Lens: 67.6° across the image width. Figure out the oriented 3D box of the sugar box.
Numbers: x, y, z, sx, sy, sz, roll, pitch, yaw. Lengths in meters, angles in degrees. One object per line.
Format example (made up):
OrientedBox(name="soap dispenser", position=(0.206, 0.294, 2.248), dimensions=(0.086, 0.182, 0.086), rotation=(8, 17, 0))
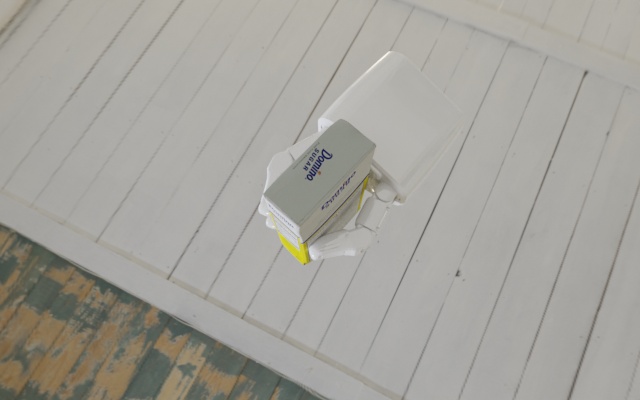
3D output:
OrientedBox(name="sugar box", position=(0.000, 0.001, 0.450), dimensions=(0.048, 0.093, 0.176), rotation=(40, -14, 14))
